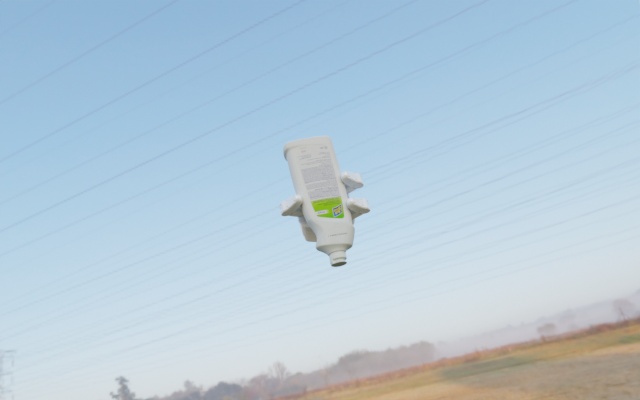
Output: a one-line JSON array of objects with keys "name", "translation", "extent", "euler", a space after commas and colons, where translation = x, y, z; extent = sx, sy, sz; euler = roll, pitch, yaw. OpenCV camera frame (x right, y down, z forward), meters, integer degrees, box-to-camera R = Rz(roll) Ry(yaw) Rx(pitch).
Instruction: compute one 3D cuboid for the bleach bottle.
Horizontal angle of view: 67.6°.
[{"name": "bleach bottle", "translation": [0.000, 0.003, 0.894], "extent": [0.102, 0.250, 0.068], "euler": [-11, -24, -3]}]
